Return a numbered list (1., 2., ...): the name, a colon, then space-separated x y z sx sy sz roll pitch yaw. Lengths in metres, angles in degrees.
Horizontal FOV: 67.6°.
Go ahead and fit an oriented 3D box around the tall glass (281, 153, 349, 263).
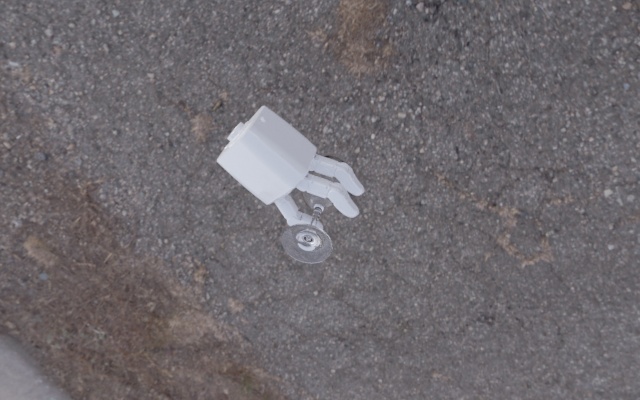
1. tall glass: 0.000 0.003 0.752 0.079 0.079 0.201 0 36 15
